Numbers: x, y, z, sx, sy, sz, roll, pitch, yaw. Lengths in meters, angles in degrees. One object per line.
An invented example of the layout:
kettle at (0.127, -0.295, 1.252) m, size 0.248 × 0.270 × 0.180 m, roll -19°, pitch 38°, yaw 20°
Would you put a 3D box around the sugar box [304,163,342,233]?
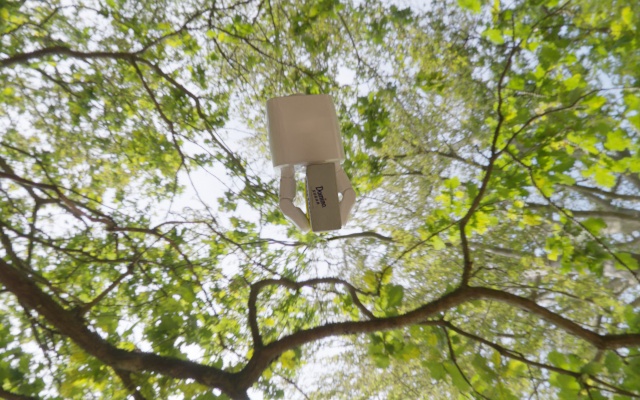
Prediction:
sugar box at (0.000, 0.002, 0.715) m, size 0.048 × 0.093 × 0.176 m, roll -6°, pitch -5°, yaw -1°
